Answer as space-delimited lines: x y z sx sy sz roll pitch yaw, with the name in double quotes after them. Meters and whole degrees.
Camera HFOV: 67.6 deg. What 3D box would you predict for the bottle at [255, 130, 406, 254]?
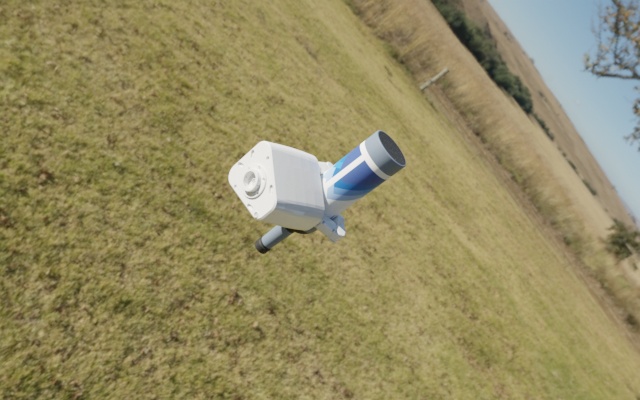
0.000 0.002 0.765 0.296 0.069 0.069 -37 -19 27 "bottle"
